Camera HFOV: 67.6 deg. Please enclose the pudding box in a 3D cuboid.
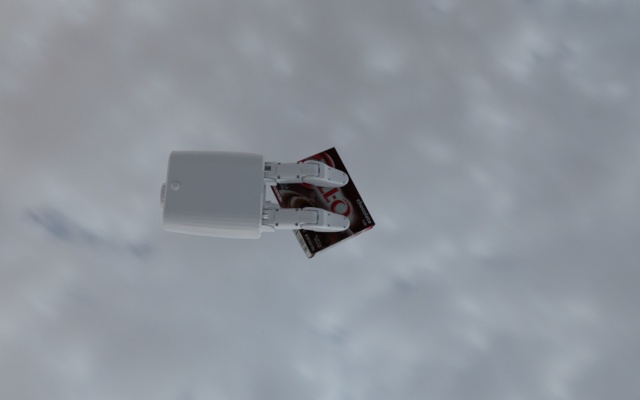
[{"bbox_3d":[0.000,0.002,0.582,0.090,0.113,0.039,-24,-8,-18],"label":"pudding box"}]
